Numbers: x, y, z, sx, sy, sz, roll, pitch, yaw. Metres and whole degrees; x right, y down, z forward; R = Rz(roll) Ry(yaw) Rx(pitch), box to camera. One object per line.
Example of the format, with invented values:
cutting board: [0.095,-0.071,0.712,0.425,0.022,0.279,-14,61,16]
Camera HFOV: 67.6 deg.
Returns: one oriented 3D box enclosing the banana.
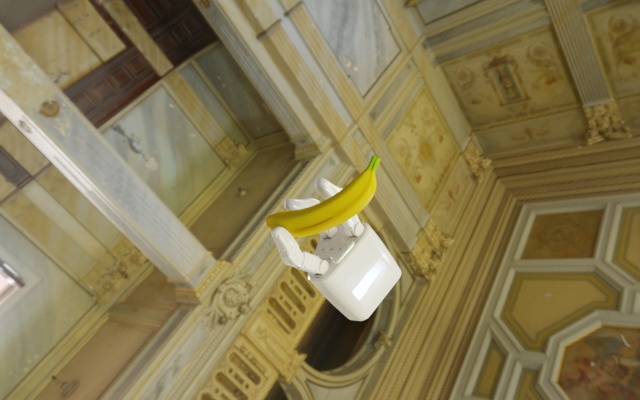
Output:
banana: [0.001,0.013,0.636,0.198,0.037,0.069,-27,31,27]
